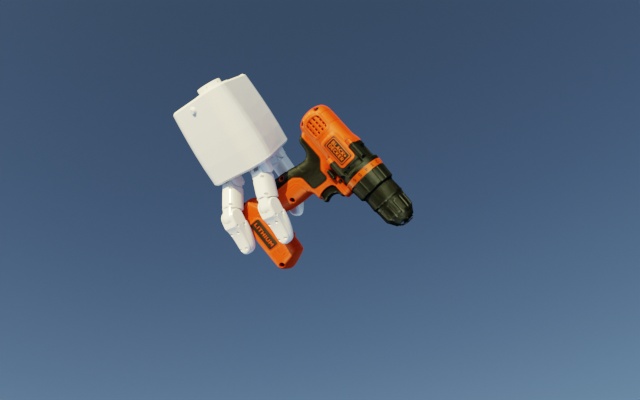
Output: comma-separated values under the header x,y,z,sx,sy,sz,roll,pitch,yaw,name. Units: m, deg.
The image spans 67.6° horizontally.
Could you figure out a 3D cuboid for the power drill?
x,y,z,sx,sy,sz,roll,pitch,yaw,name
0.000,0.002,0.611,0.188,0.184,0.057,-43,-12,17,power drill
